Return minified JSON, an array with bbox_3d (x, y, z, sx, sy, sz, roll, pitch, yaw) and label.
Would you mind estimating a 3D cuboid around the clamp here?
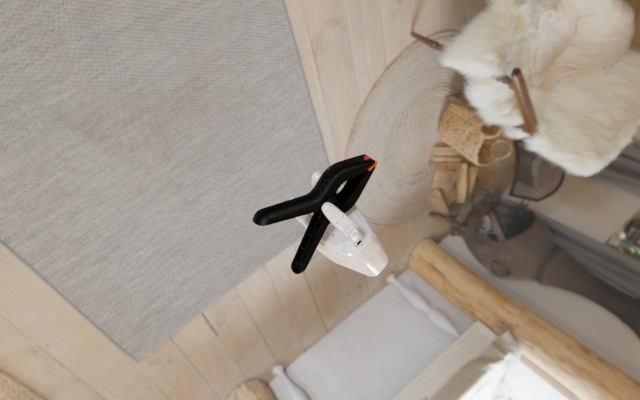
[{"bbox_3d":[0.001,0.002,0.704,0.036,0.210,0.165,38,-7,35],"label":"clamp"}]
